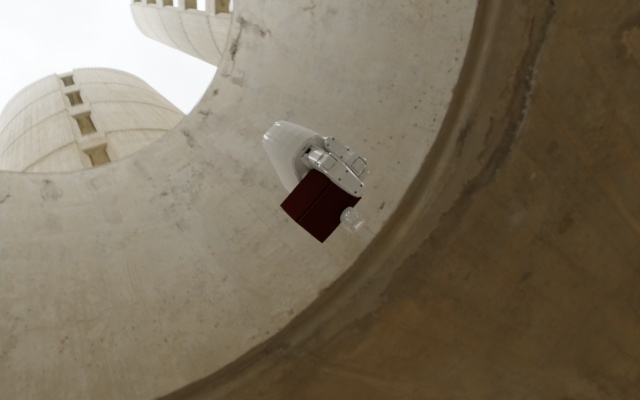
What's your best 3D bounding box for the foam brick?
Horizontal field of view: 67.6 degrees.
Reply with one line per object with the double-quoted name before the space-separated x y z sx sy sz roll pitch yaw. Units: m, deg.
"foam brick" 0.000 0.002 0.586 0.053 0.078 0.051 45 -6 -37
